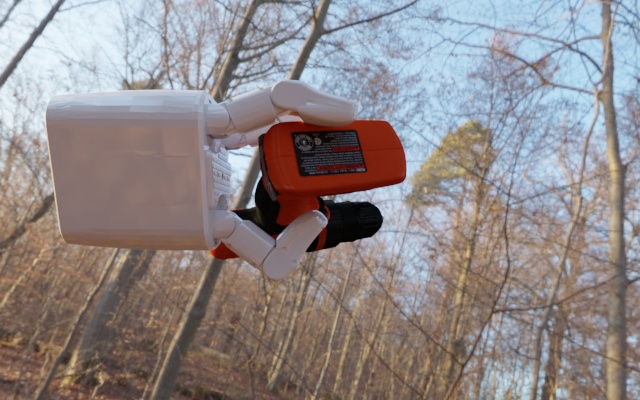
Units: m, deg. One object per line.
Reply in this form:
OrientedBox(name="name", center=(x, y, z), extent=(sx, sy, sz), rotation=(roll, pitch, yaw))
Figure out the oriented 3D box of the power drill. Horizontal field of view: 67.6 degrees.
OrientedBox(name="power drill", center=(0.000, 0.001, 0.418), extent=(0.184, 0.057, 0.188), rotation=(-7, -22, -22))
